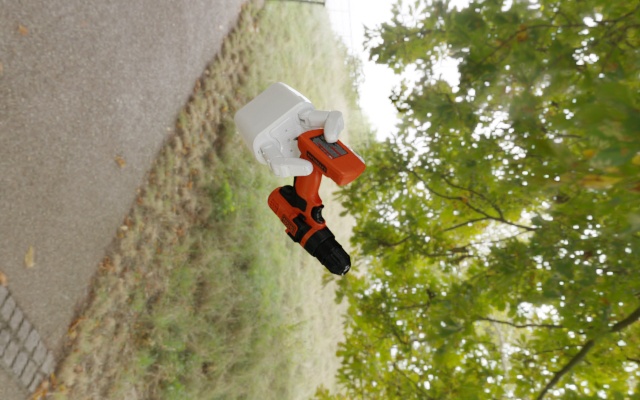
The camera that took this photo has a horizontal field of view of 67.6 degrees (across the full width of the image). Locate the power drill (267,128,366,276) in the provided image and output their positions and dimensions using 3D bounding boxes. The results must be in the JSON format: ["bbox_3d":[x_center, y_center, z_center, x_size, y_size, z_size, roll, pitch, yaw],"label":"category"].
[{"bbox_3d":[0.000,0.002,0.718,0.057,0.188,0.184,-25,60,-41],"label":"power drill"}]
